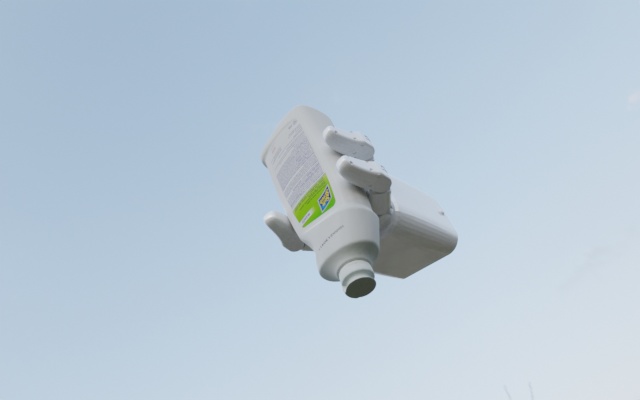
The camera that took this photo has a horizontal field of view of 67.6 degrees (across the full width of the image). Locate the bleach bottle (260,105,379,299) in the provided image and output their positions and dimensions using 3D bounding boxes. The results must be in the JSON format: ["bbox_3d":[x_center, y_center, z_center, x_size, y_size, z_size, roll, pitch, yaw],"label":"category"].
[{"bbox_3d":[0.000,0.002,0.509,0.068,0.103,0.250,20,31,-32],"label":"bleach bottle"}]
